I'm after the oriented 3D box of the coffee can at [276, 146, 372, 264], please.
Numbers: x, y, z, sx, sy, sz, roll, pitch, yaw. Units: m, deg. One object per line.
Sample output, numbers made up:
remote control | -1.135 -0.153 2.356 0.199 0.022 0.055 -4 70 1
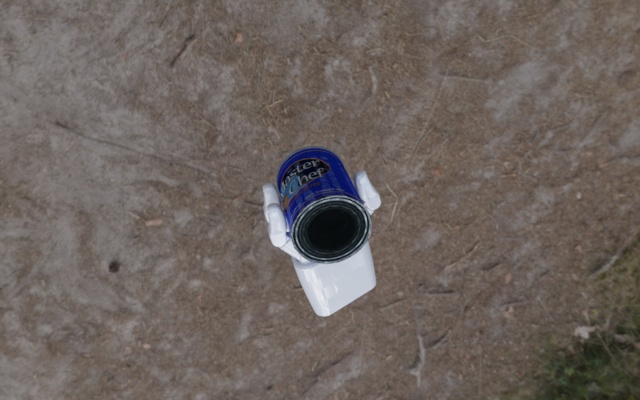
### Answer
coffee can | 0.000 0.002 0.641 0.103 0.103 0.140 0 31 -14
